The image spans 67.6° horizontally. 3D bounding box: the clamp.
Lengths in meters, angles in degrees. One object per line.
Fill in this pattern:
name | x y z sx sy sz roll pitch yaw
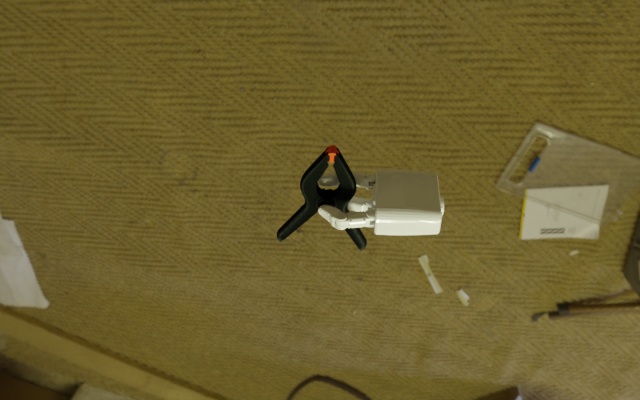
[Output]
clamp | 0.000 0.003 0.824 0.164 0.210 0.036 0 36 3
